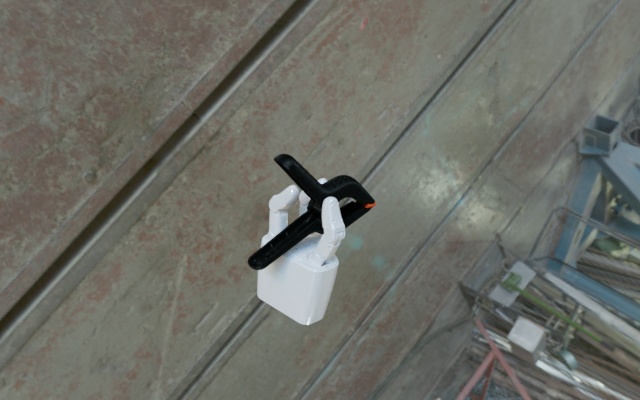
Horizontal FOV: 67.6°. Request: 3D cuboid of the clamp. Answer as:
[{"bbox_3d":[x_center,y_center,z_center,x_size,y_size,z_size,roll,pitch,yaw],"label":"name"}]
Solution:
[{"bbox_3d":[0.001,0.003,0.655,0.210,0.165,0.036,-14,39,-39],"label":"clamp"}]
